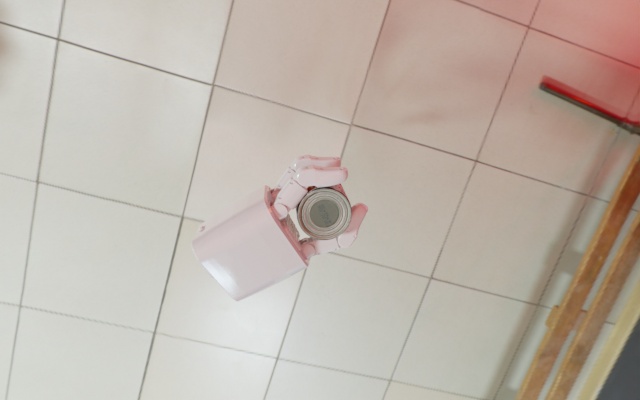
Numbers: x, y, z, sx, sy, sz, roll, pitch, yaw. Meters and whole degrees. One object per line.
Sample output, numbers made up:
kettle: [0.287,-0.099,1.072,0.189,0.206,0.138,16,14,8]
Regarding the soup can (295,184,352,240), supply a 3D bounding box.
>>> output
soup can: [0.001,0.002,0.608,0.068,0.068,0.102,0,17,-5]
